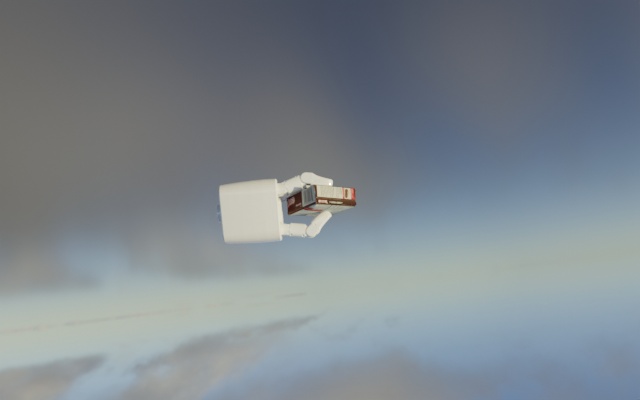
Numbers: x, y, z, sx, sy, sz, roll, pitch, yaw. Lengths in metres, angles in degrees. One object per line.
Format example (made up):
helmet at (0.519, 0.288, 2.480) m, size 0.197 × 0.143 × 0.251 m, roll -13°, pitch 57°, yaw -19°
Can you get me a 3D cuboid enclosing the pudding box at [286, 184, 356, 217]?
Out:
pudding box at (0.000, 0.003, 0.898) m, size 0.090 × 0.039 × 0.113 m, roll 3°, pitch -13°, yaw -30°
